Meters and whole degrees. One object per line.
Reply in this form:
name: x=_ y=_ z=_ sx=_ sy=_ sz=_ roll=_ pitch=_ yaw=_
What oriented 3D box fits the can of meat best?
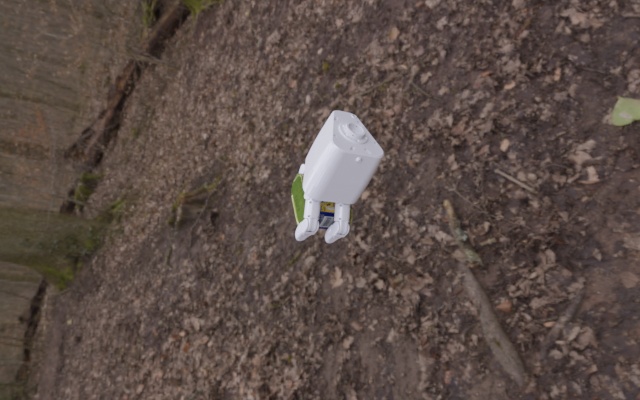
can of meat: x=0.000 y=0.003 z=0.833 sx=0.084 sy=0.102 sz=0.057 roll=7 pitch=-41 yaw=-26
